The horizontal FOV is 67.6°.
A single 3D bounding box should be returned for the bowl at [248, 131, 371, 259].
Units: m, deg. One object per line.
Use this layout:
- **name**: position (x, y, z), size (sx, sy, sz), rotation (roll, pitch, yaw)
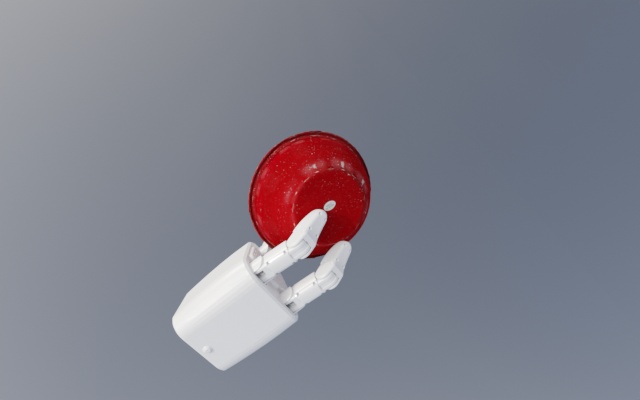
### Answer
- **bowl**: position (0.001, 0.001, 0.564), size (0.162, 0.162, 0.055), rotation (0, 14, -24)
